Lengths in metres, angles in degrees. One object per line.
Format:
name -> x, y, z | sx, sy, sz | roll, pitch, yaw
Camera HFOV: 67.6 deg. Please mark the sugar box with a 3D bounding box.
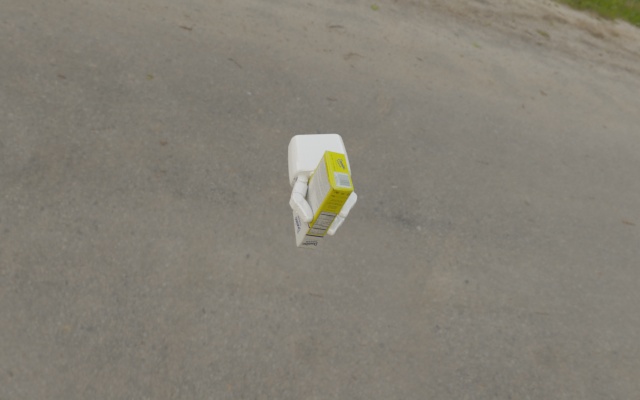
sugar box -> 0.001, 0.003, 0.885 | 0.048, 0.093, 0.176 | 8, -43, -20
